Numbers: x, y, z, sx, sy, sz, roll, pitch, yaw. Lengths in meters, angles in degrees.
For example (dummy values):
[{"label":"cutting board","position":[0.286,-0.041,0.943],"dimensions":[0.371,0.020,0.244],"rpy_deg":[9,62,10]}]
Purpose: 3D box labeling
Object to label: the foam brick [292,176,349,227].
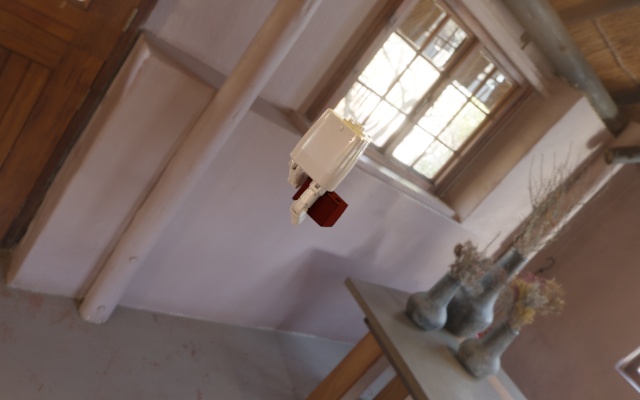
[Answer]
[{"label":"foam brick","position":[0.000,0.003,0.839],"dimensions":[0.078,0.051,0.053],"rpy_deg":[44,15,17]}]
